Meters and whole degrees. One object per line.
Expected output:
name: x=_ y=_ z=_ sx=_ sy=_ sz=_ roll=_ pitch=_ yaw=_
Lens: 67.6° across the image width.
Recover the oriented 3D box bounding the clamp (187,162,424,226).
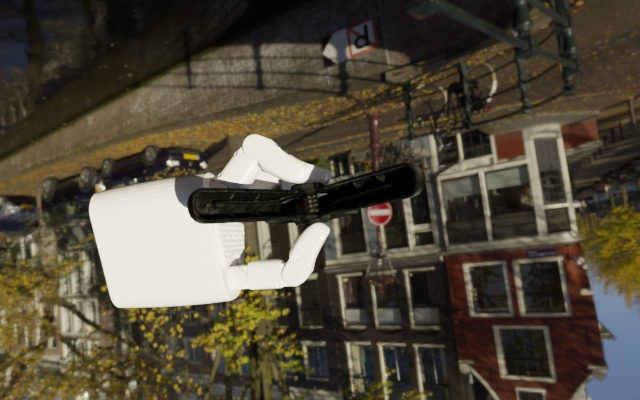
clamp: x=0.000 y=0.002 z=0.416 sx=0.164 sy=0.036 sz=0.210 roll=-7 pitch=-5 yaw=7
